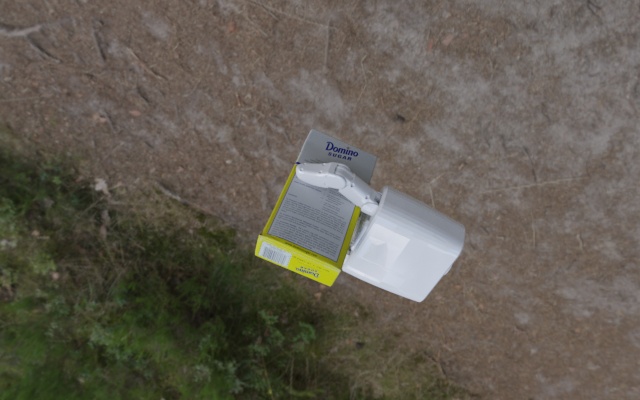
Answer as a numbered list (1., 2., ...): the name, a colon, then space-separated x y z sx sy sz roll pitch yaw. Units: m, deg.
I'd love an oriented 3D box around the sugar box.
1. sugar box: 0.000 0.002 0.555 0.093 0.176 0.048 24 -41 -1
